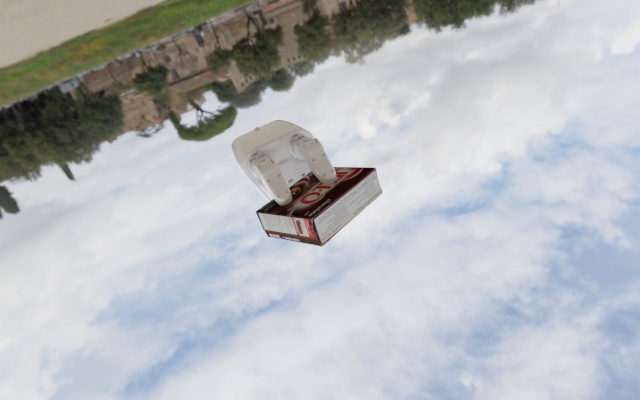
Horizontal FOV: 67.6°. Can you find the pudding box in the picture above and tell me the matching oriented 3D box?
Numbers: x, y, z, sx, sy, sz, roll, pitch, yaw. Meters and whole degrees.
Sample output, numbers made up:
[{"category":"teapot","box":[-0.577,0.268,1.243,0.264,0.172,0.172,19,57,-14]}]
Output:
[{"category":"pudding box","box":[0.000,0.002,0.528,0.090,0.039,0.113,4,35,45]}]
